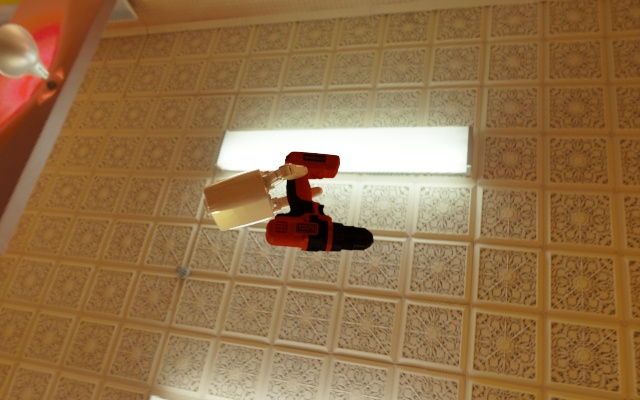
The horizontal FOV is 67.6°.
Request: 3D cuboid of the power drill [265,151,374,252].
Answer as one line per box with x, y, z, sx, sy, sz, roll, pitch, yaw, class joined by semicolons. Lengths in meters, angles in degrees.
0.000;0.002;0.846;0.184;0.187;0.057;6;-34;-8;power drill
